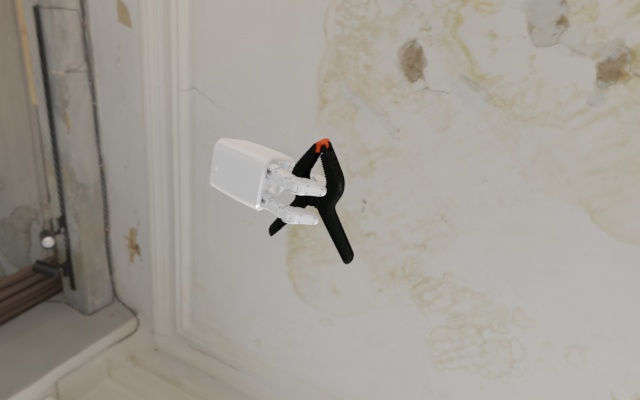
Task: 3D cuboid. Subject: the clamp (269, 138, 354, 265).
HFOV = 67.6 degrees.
[{"bbox_3d":[0.000,0.002,0.797,0.164,0.210,0.036,24,29,17],"label":"clamp"}]
